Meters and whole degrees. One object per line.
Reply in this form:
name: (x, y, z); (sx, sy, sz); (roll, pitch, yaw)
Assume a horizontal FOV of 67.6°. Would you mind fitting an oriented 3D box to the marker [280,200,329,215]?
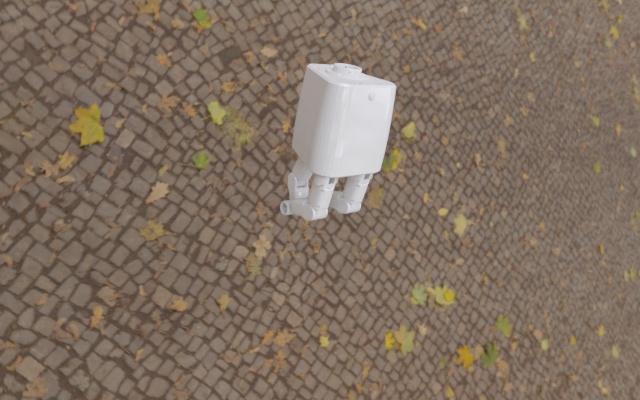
marker: (0.000, 0.002, 0.653); (0.121, 0.020, 0.020); (-9, 6, -36)
